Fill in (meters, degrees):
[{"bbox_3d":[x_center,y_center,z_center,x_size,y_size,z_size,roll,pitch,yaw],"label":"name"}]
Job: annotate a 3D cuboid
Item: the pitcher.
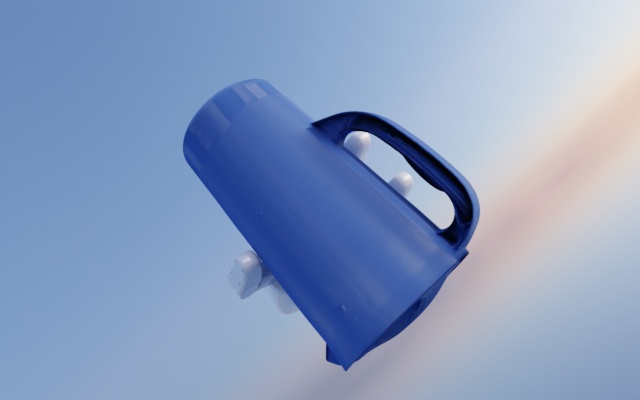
[{"bbox_3d":[0.000,0.001,0.404,0.149,0.242,0.145,-37,-19,-19],"label":"pitcher"}]
